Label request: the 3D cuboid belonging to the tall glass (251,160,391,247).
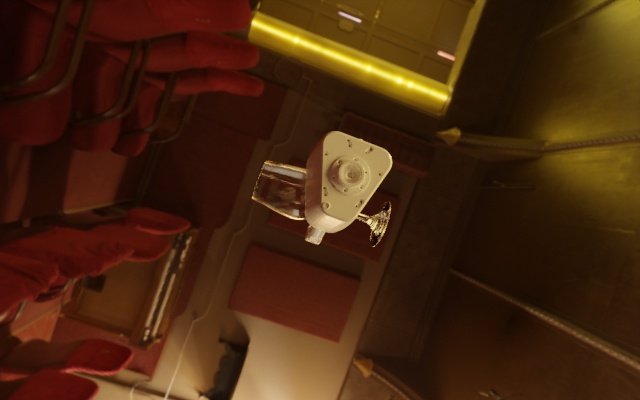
[{"bbox_3d":[0.001,0.003,0.724,0.201,0.079,0.079,20,-2,-6],"label":"tall glass"}]
